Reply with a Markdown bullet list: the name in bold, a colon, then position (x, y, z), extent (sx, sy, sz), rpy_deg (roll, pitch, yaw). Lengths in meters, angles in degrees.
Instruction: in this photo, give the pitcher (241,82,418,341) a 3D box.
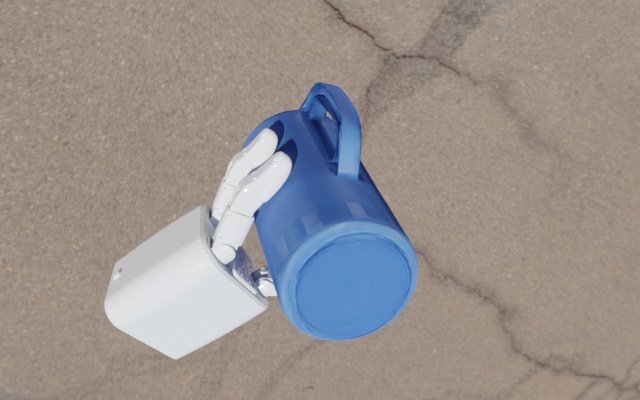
- **pitcher**: position (0.000, 0.002, 0.444), extent (0.145, 0.149, 0.242), rpy_deg (-30, 29, 2)
